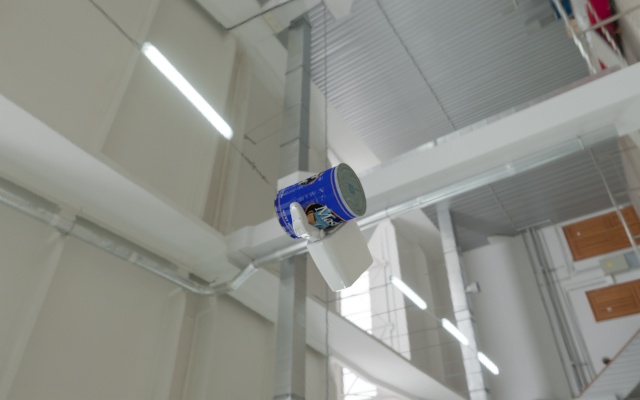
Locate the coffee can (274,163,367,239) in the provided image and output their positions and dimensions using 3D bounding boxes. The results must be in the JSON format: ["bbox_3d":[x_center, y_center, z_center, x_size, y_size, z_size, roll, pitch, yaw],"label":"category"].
[{"bbox_3d":[0.000,0.003,0.890,0.140,0.103,0.103,-22,-10,26],"label":"coffee can"}]
